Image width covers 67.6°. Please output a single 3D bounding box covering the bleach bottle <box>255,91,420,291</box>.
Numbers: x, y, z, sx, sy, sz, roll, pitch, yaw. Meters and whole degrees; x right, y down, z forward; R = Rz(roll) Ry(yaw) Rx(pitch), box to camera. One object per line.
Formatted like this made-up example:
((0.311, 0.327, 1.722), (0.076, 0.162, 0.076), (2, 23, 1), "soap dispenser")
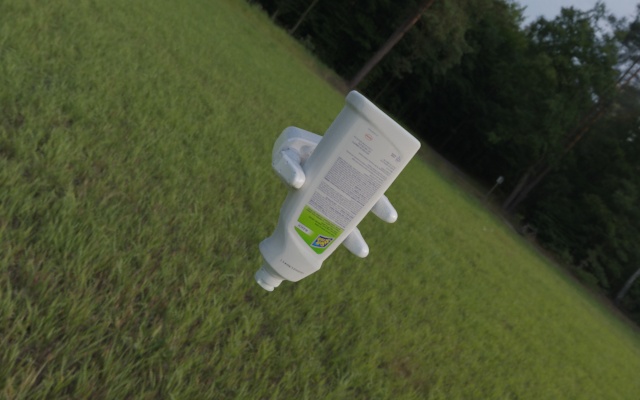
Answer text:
((0.000, 0.002, 0.564), (0.102, 0.251, 0.068), (35, 12, -16), "bleach bottle")
